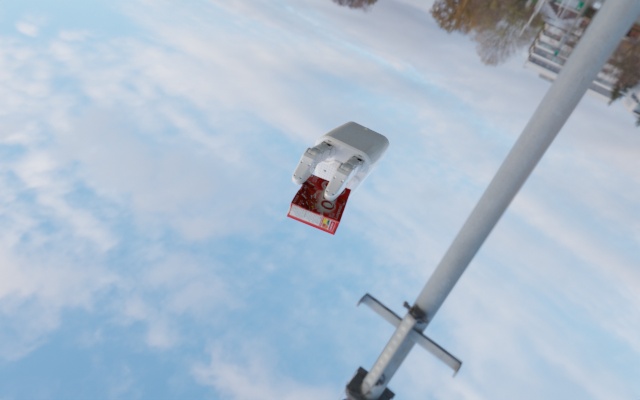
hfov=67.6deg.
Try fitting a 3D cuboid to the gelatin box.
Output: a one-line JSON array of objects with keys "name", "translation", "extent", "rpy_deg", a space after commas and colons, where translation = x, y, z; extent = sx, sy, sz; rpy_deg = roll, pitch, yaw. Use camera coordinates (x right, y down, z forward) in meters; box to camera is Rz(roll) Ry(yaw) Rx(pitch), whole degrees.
[{"name": "gelatin box", "translation": [0.000, 0.003, 0.692], "extent": [0.073, 0.030, 0.089], "rpy_deg": [22, 36, 2]}]
